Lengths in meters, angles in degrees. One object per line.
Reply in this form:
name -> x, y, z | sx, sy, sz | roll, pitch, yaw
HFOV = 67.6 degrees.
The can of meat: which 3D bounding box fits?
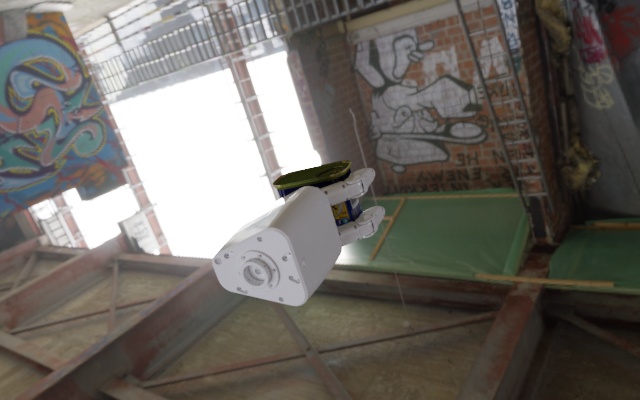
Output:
can of meat -> 0.000, 0.002, 0.620 | 0.102, 0.084, 0.057 | -10, 19, 21
